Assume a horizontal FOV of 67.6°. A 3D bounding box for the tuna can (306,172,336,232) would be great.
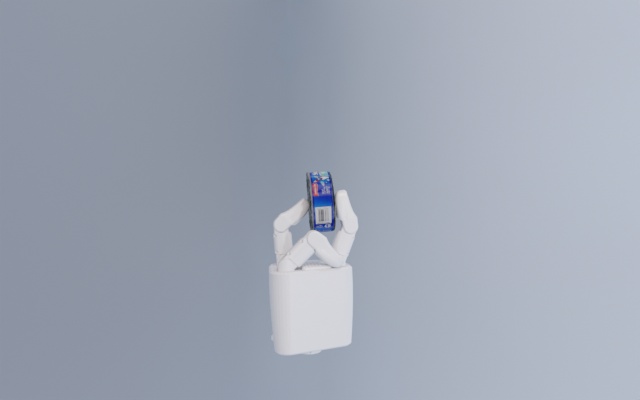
[{"bbox_3d":[0.001,0.002,0.670,0.034,0.086,0.086,-4,0,-4],"label":"tuna can"}]
